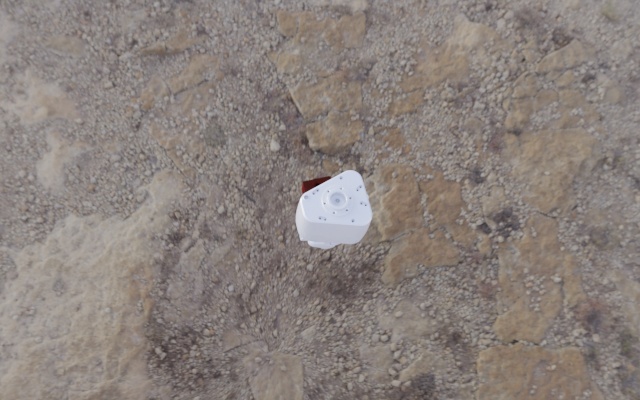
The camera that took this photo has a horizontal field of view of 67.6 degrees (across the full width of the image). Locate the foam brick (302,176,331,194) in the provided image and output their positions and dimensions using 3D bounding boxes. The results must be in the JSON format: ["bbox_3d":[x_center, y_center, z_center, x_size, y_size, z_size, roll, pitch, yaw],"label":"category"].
[{"bbox_3d":[0.000,0.003,0.861,0.053,0.078,0.051,-12,-17,-8],"label":"foam brick"}]
